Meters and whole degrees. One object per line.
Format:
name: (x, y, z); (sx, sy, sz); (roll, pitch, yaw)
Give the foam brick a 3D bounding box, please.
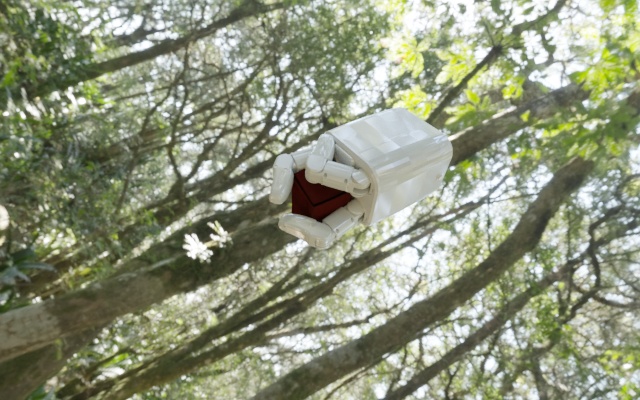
foam brick: (0.000, 0.002, 0.555); (0.051, 0.053, 0.078); (-24, -30, -19)
